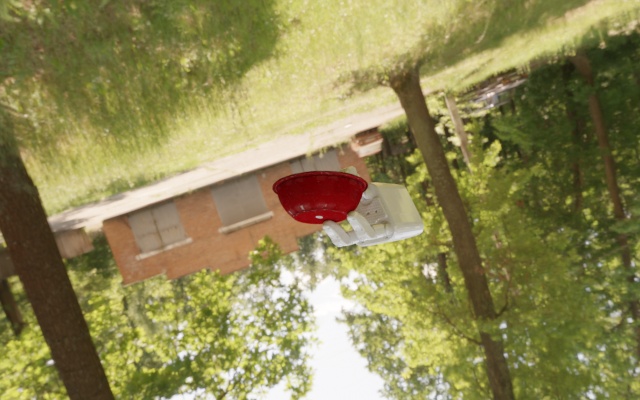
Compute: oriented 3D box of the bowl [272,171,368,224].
[{"bbox_3d":[-0.001,0.003,0.799,0.162,0.055,0.162,-1,-17,0],"label":"bowl"}]
